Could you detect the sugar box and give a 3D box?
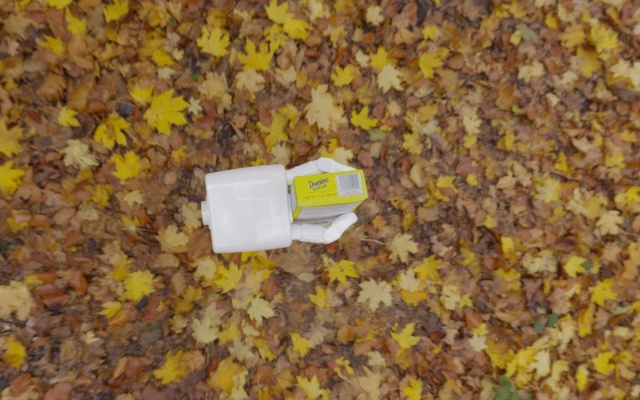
[{"bbox_3d":[0.000,0.002,0.683,0.093,0.048,0.176,-6,-9,-11],"label":"sugar box"}]
